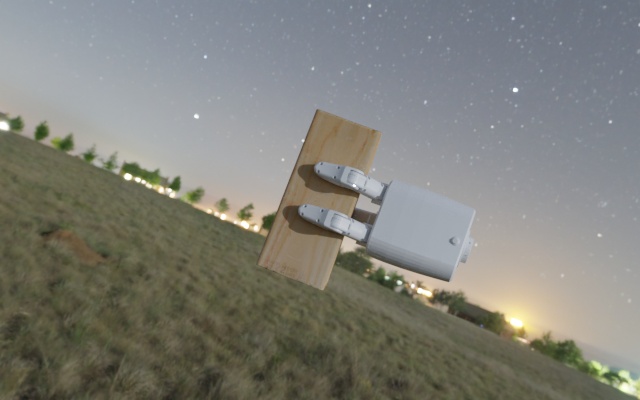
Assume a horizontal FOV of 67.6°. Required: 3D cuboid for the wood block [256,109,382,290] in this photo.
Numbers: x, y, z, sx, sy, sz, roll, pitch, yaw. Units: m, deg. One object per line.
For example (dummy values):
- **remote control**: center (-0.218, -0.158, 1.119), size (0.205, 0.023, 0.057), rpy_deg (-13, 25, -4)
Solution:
- **wood block**: center (0.001, 0.002, 0.623), size (0.090, 0.206, 0.091), rpy_deg (21, -6, 5)
